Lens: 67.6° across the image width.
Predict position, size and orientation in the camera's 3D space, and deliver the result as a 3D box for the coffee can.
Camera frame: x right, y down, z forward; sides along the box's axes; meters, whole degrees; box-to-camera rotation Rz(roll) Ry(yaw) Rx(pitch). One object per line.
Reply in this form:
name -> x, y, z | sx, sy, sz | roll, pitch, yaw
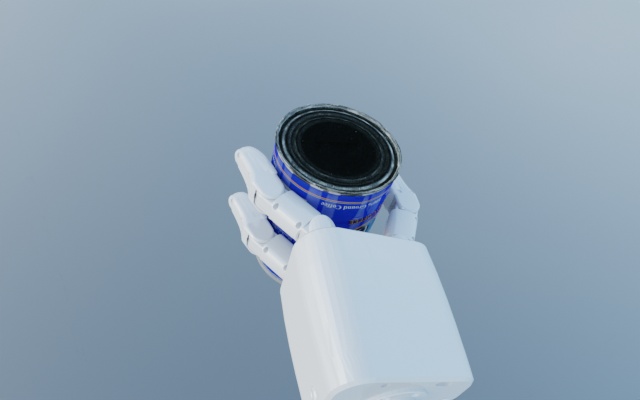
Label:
coffee can -> 0.000, 0.001, 0.424 | 0.103, 0.102, 0.140 | 0, -40, -16
